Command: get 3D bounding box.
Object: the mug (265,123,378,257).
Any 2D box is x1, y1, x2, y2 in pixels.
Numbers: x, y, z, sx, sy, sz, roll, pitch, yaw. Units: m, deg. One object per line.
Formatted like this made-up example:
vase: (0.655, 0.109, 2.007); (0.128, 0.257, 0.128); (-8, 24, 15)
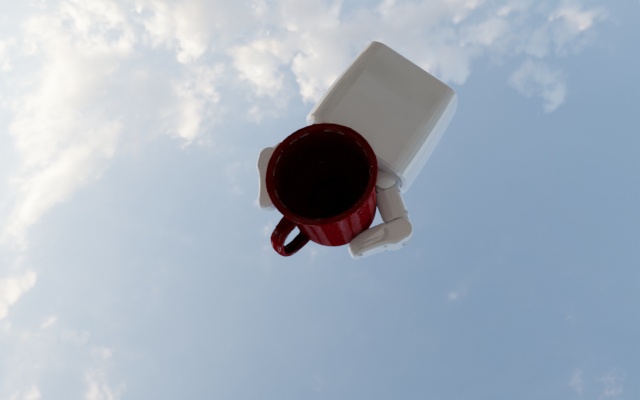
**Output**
mug: (-0.001, 0.003, 0.421); (0.093, 0.117, 0.081); (32, -13, 21)
